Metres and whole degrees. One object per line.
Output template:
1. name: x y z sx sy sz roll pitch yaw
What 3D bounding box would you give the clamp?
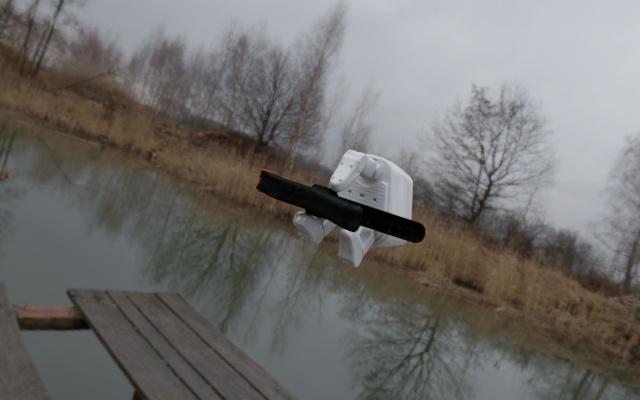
1. clamp: 0.000 0.001 0.540 0.210 0.036 0.164 20 2 28
